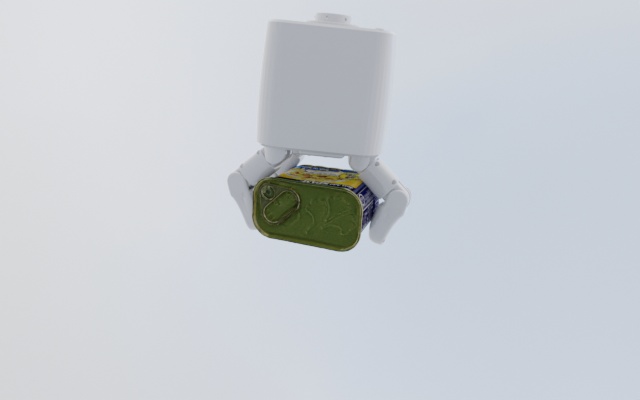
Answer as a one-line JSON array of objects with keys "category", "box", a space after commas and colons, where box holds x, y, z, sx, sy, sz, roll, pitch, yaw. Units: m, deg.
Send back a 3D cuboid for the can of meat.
[{"category": "can of meat", "box": [0.000, 0.001, 0.450, 0.102, 0.057, 0.084, 9, 18, 18]}]
